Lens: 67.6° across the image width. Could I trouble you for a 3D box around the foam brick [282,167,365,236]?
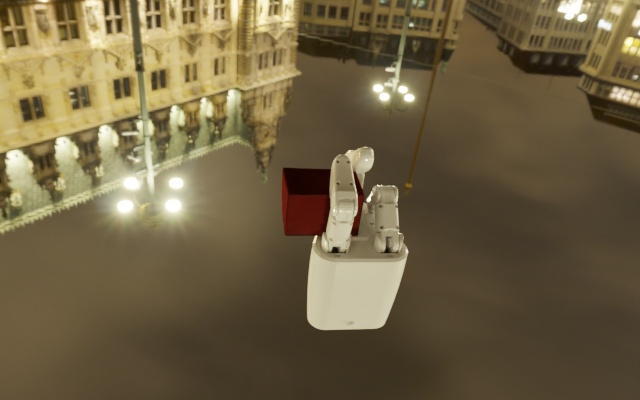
[{"bbox_3d":[0.000,0.001,0.488,0.078,0.051,0.053,1,34,-10],"label":"foam brick"}]
